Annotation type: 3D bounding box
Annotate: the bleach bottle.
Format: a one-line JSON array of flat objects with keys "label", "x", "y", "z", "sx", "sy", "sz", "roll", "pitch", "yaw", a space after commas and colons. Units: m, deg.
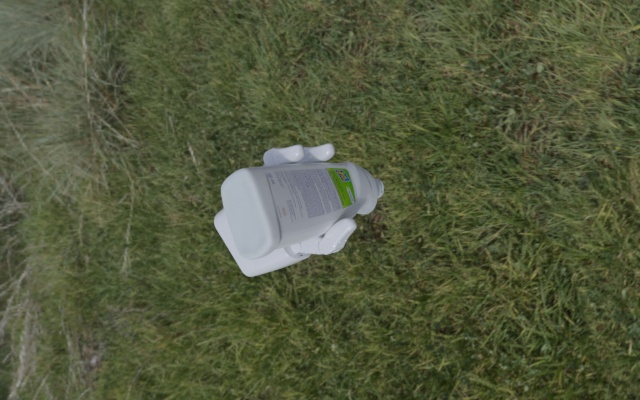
[{"label": "bleach bottle", "x": 0.000, "y": 0.002, "z": 0.607, "sx": 0.251, "sy": 0.102, "sz": 0.068, "roll": -8, "pitch": -15, "yaw": -47}]
